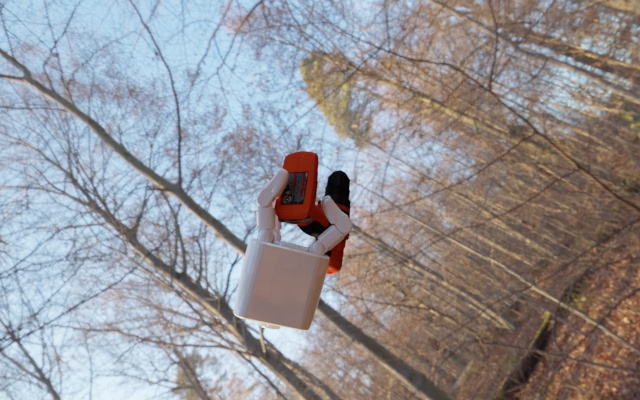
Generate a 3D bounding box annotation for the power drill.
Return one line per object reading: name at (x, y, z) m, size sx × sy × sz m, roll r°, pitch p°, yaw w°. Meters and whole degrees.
power drill at (0.000, 0.002, 0.741) m, size 0.057 × 0.184 × 0.188 m, roll -5°, pitch -28°, yaw 22°
